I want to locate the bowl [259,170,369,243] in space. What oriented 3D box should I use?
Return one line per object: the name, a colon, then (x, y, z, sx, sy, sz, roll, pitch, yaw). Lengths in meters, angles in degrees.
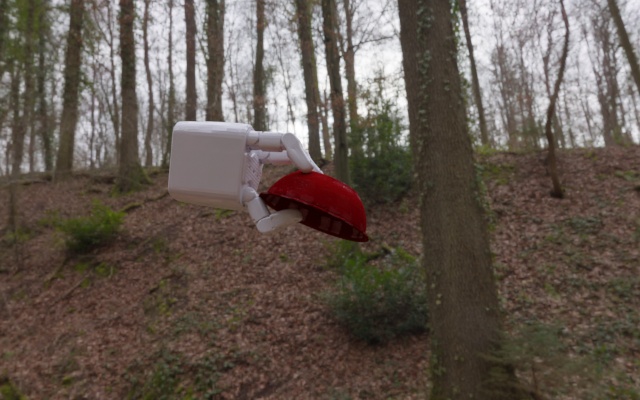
bowl: (0.002, 0.002, 0.656, 0.162, 0.055, 0.162, 22, -12, 5)
